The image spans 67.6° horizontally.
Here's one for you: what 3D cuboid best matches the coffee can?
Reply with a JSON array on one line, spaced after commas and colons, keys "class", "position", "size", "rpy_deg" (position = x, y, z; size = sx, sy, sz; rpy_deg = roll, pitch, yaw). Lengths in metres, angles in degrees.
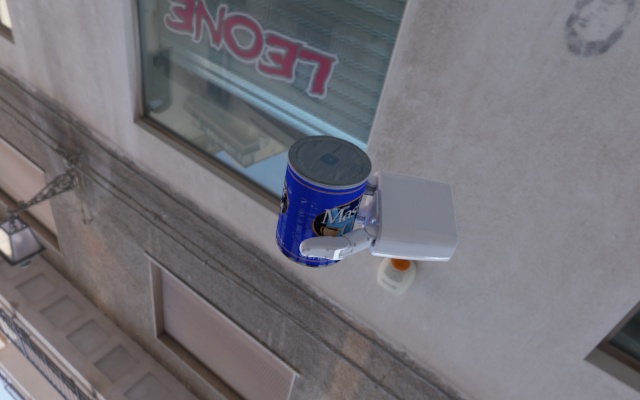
[{"class": "coffee can", "position": [0.000, 0.002, 0.618], "size": [0.103, 0.140, 0.102], "rpy_deg": [8, 40, -6]}]
